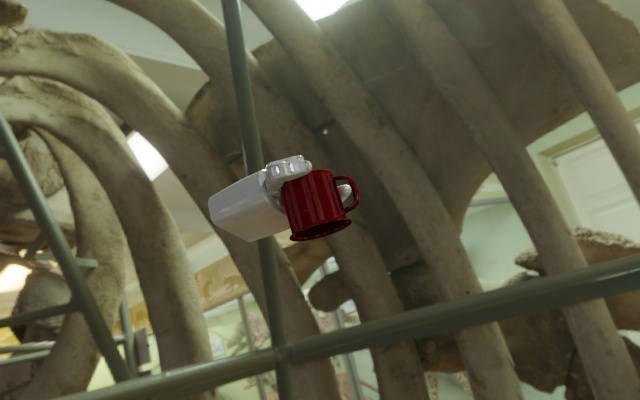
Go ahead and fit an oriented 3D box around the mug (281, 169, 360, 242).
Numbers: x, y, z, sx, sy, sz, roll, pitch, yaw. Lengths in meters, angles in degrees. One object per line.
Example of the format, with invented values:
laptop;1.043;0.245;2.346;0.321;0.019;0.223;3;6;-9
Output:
mug;0.001;0.002;0.687;0.117;0.081;0.093;-23;-17;22
